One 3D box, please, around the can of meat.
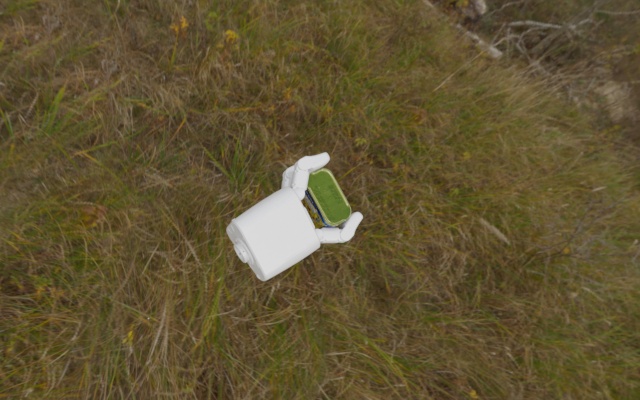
[{"bbox_3d":[0.000,0.003,0.810,0.057,0.102,0.084,-28,-2,-23],"label":"can of meat"}]
